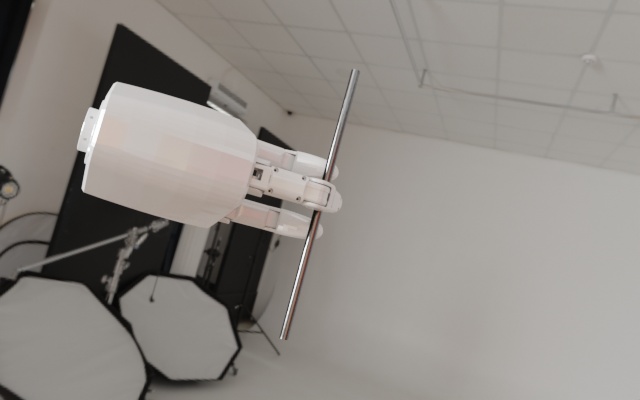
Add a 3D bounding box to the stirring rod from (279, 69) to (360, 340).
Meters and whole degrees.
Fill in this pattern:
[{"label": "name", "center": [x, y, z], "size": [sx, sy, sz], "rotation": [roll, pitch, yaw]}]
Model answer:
[{"label": "stirring rod", "center": [0.000, 0.001, 0.413], "size": [0.011, 0.239, 0.011], "rotation": [15, -4, 1]}]
